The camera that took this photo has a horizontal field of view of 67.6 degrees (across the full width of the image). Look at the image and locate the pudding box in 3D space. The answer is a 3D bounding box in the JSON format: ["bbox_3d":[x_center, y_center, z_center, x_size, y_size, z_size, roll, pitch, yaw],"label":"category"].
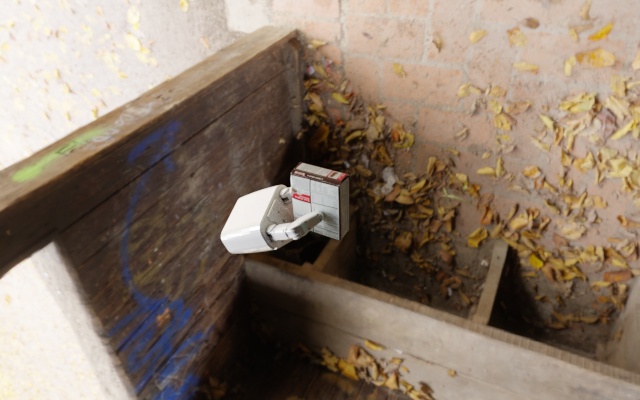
[{"bbox_3d":[0.000,0.003,0.769,0.090,0.114,0.039,15,41,22],"label":"pudding box"}]
